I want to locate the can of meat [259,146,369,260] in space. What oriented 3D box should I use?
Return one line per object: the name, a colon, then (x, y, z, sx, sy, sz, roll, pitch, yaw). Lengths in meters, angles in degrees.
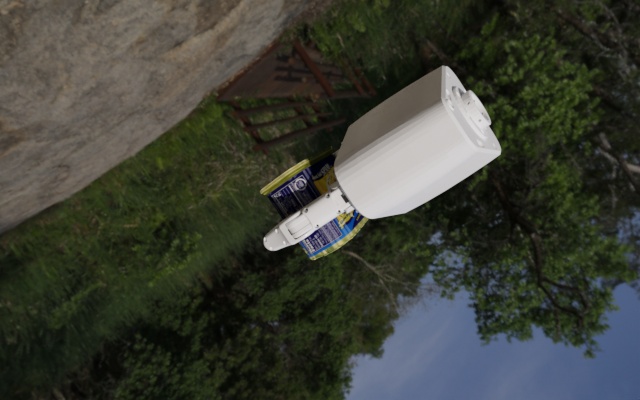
can of meat: (0.000, 0.002, 0.473, 0.057, 0.084, 0.102, -33, 2, 26)
